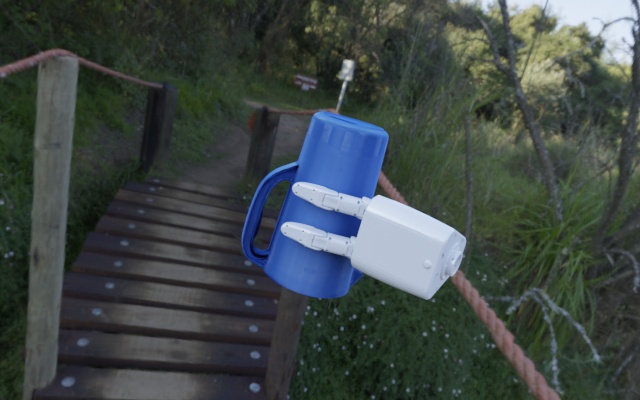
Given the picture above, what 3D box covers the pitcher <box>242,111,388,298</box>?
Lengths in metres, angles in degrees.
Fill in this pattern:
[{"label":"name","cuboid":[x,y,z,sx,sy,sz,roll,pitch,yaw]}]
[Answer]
[{"label":"pitcher","cuboid":[0.000,0.002,0.672,0.145,0.243,0.149,24,16,31]}]
